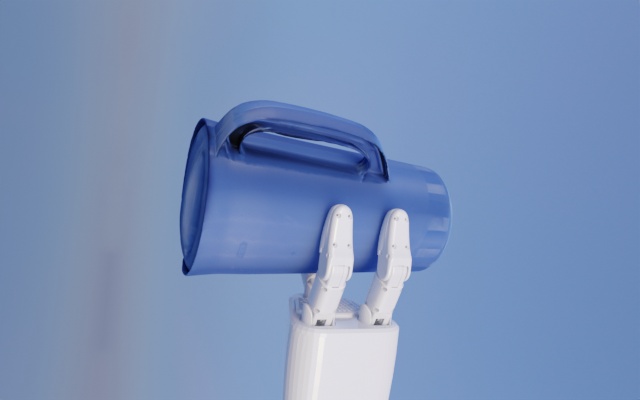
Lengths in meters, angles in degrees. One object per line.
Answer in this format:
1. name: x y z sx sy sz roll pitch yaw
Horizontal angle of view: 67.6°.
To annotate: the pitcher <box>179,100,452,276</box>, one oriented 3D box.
1. pitcher: 0.000 0.002 0.438 0.243 0.145 0.149 6 1 -23
